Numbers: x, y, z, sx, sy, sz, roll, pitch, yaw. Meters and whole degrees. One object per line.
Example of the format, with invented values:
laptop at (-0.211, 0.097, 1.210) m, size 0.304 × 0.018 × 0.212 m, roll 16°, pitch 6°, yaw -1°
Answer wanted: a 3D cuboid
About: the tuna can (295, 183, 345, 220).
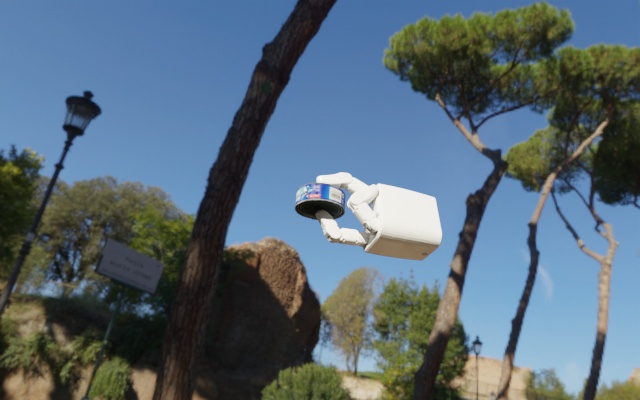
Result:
tuna can at (0.000, 0.002, 0.817) m, size 0.086 × 0.033 × 0.086 m, roll 4°, pitch -25°, yaw 2°
